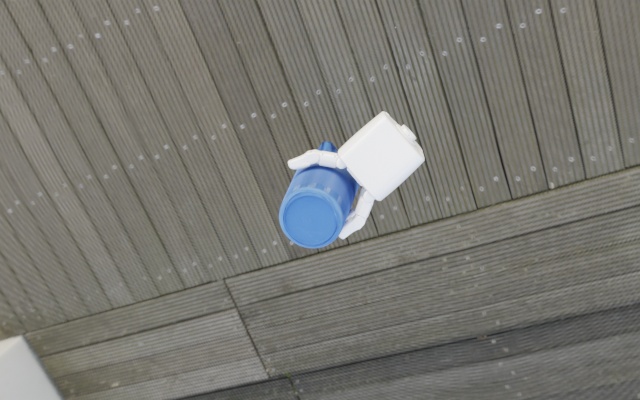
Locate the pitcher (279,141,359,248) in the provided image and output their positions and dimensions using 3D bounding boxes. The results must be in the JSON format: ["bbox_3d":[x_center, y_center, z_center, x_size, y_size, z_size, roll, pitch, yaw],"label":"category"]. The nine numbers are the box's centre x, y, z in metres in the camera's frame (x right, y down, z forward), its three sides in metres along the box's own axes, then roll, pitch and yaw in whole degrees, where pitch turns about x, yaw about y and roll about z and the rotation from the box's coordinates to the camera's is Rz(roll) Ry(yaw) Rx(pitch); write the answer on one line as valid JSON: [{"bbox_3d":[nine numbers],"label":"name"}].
[{"bbox_3d":[0.000,0.003,0.885,0.145,0.149,0.242,-40,9,19],"label":"pitcher"}]
